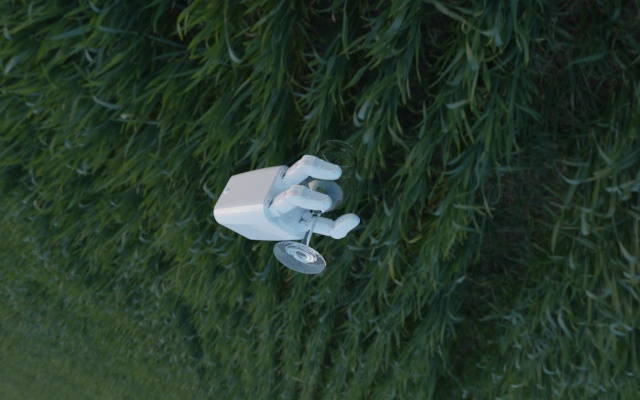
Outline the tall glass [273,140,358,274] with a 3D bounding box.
[{"bbox_3d":[0.000,0.003,0.699,0.079,0.201,0.079,14,-36,10],"label":"tall glass"}]
